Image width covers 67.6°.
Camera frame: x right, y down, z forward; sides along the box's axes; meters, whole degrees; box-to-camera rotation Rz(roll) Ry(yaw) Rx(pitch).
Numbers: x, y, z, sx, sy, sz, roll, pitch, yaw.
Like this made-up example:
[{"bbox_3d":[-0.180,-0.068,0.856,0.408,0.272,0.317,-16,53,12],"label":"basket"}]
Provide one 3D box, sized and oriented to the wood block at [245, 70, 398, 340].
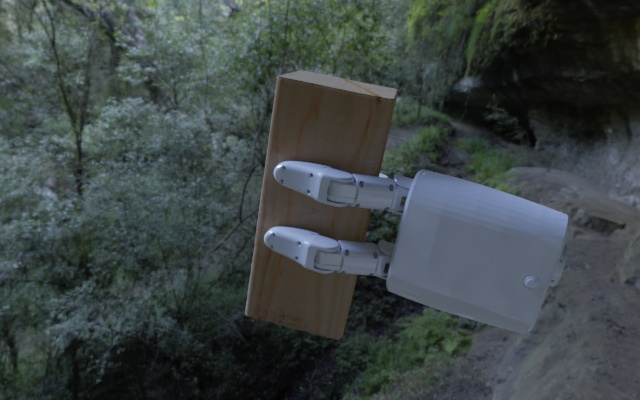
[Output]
[{"bbox_3d":[0.001,0.001,0.417,0.090,0.206,0.090,13,20,7],"label":"wood block"}]
